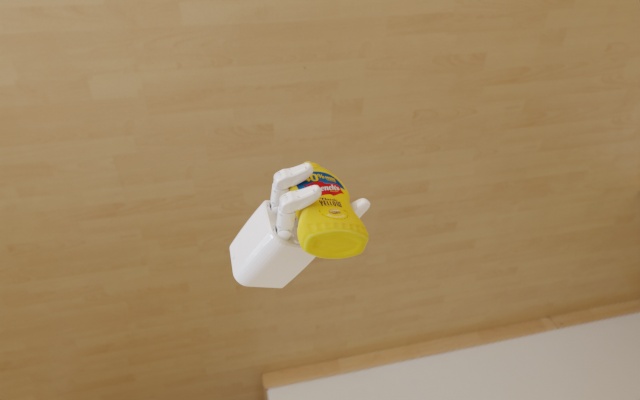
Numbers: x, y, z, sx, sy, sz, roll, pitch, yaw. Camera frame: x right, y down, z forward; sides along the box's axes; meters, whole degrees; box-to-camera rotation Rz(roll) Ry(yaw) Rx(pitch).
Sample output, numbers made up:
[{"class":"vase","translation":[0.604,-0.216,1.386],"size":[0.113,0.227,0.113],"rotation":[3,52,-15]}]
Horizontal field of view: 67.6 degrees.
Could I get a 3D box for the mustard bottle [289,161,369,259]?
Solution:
[{"class":"mustard bottle","translation":[0.000,0.002,0.721],"size":[0.096,0.058,0.191],"rotation":[3,37,-20]}]
